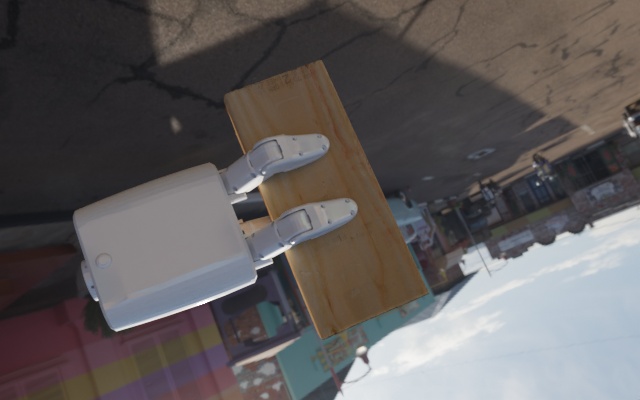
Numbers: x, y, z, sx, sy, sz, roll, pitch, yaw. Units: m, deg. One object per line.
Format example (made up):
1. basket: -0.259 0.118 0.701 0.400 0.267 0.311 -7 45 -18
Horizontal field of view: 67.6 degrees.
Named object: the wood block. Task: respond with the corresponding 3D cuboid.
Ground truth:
1. wood block: 0.000 0.002 0.411 0.090 0.206 0.091 -22 -11 -7
